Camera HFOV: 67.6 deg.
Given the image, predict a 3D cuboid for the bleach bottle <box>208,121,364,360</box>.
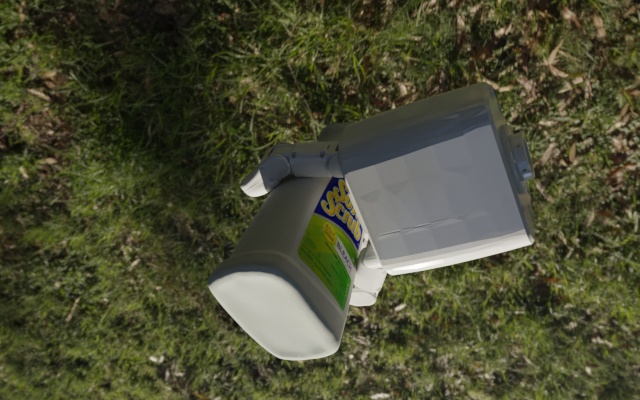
[{"bbox_3d":[0.000,0.001,0.409,0.068,0.103,0.250,-16,33,29],"label":"bleach bottle"}]
